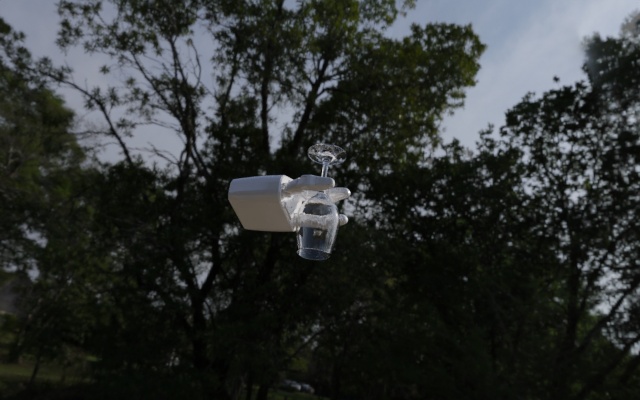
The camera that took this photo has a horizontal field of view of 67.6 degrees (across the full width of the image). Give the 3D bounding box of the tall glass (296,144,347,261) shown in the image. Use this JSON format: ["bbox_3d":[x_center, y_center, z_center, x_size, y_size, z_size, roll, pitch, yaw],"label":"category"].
[{"bbox_3d":[0.000,0.002,0.854,0.079,0.201,0.079,6,-25,3],"label":"tall glass"}]
